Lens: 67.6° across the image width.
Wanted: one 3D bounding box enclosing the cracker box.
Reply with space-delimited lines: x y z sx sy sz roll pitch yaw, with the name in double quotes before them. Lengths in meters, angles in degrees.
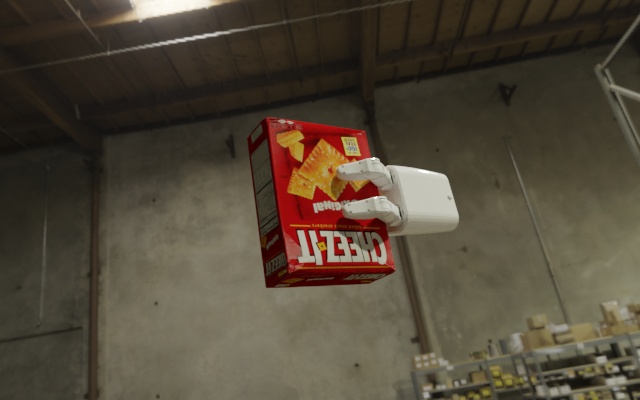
"cracker box" 0.000 0.002 0.639 0.164 0.213 0.072 4 -25 -32
